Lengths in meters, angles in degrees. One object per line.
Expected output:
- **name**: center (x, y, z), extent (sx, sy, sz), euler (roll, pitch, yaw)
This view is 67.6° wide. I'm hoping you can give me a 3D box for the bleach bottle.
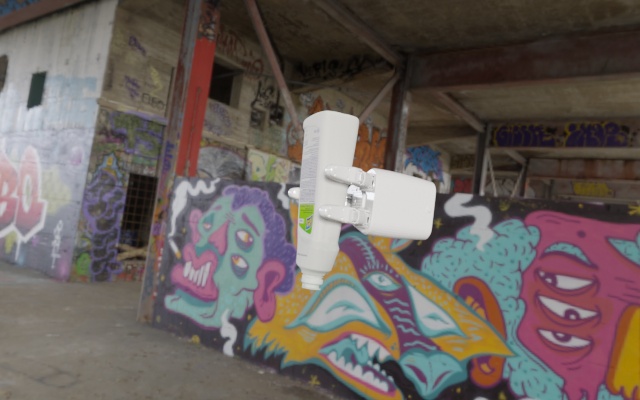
- **bleach bottle**: center (0.000, 0.002, 0.701), extent (0.068, 0.251, 0.102), euler (9, -4, -20)
